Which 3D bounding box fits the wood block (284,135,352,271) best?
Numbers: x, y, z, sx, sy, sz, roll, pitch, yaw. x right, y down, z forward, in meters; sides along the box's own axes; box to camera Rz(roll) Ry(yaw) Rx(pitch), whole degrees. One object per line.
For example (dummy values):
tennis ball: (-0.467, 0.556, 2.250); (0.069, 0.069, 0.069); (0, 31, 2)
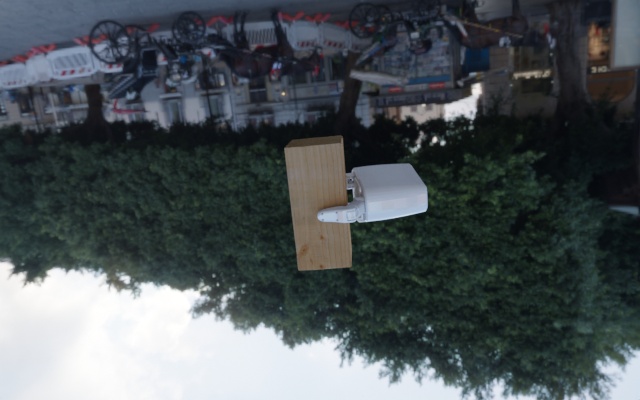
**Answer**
wood block: (0.001, 0.003, 0.798); (0.090, 0.206, 0.090); (-4, 14, 5)
